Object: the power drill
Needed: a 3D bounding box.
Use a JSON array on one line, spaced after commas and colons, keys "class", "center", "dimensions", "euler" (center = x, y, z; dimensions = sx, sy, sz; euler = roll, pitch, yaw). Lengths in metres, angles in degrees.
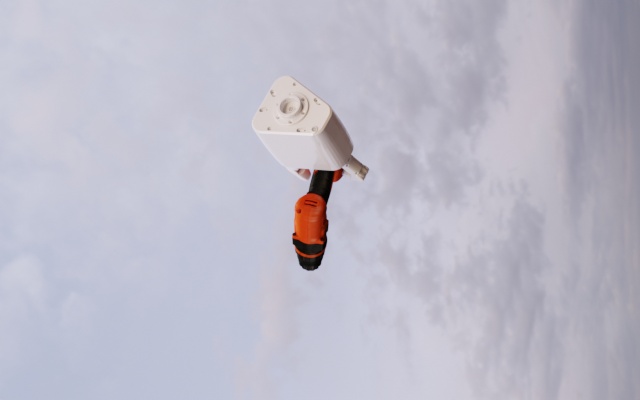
[{"class": "power drill", "center": [0.000, 0.002, 0.768], "dimensions": [0.057, 0.187, 0.185], "euler": [11, -34, 4]}]
